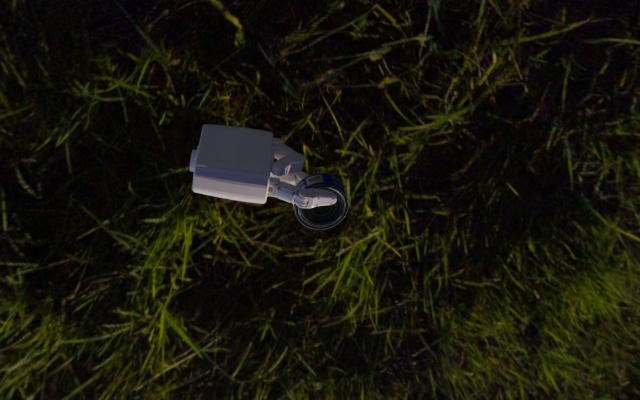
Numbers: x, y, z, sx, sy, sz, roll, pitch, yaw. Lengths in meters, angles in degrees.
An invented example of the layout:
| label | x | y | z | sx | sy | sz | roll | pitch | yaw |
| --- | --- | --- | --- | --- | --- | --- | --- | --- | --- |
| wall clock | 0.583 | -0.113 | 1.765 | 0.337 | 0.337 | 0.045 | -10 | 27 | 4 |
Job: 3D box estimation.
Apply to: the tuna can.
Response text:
| label | x | y | z | sx | sy | sz | roll | pitch | yaw |
| --- | --- | --- | --- | --- | --- | --- | --- | --- | --- |
| tuna can | 0.000 | 0.003 | 0.734 | 0.086 | 0.086 | 0.033 | 0 | 33 | -9 |
